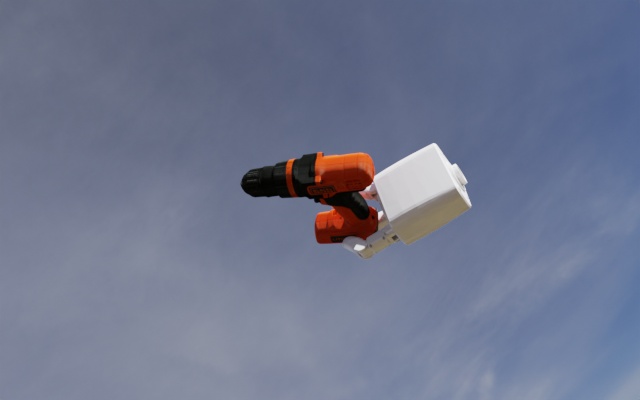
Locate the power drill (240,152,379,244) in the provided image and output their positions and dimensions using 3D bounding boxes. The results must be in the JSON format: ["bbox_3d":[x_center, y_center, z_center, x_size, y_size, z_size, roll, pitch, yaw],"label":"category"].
[{"bbox_3d":[0.001,0.002,0.691,0.184,0.057,0.188,-4,-29,18],"label":"power drill"}]
